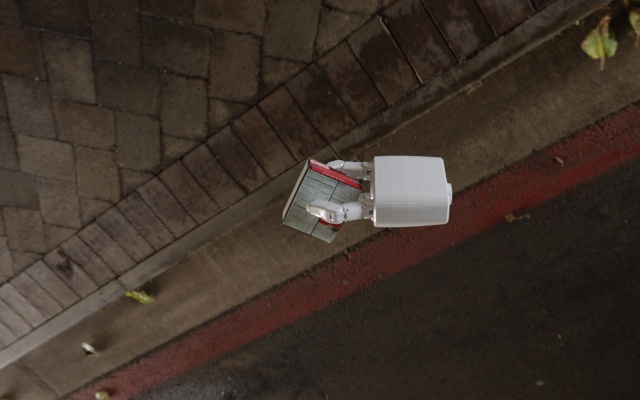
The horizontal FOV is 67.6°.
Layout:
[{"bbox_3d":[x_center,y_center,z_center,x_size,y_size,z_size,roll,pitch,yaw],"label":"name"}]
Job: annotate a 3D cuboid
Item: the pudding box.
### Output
[{"bbox_3d":[0.000,0.002,0.730,0.090,0.113,0.039,23,27,-9],"label":"pudding box"}]
